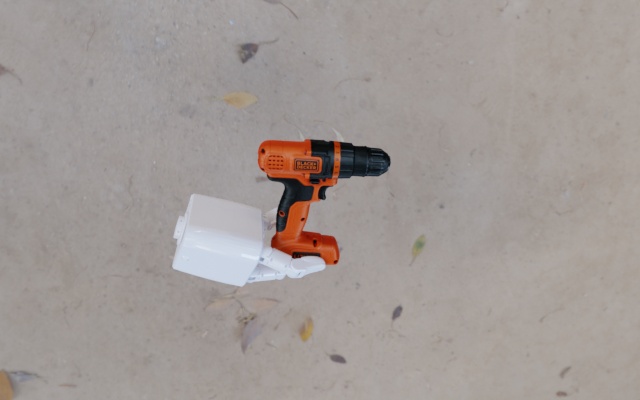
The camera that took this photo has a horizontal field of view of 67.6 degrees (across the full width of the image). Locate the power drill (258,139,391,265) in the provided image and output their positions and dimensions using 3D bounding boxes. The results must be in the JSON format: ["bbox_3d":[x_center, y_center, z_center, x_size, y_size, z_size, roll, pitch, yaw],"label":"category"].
[{"bbox_3d":[0.000,0.003,0.692,0.184,0.188,0.057,4,26,-4],"label":"power drill"}]
